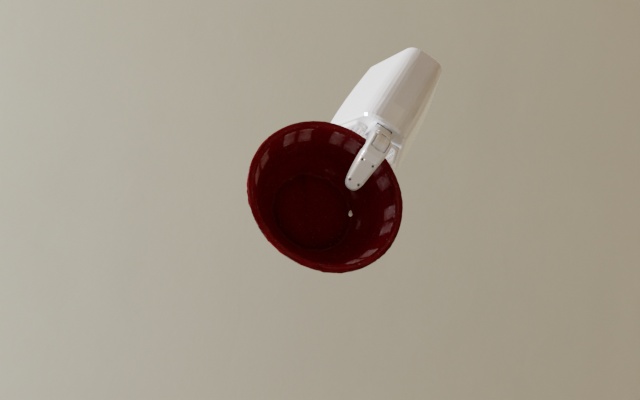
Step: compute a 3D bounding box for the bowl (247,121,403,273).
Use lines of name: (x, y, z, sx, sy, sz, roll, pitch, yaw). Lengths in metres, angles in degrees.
bowl: (-0.001, 0.003, 0.489, 0.162, 0.162, 0.055, 0, -22, -21)
